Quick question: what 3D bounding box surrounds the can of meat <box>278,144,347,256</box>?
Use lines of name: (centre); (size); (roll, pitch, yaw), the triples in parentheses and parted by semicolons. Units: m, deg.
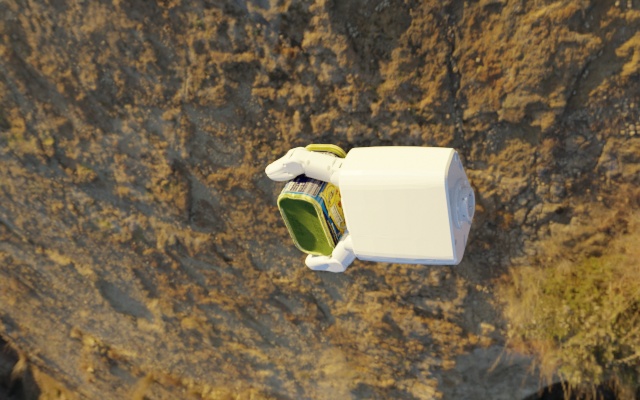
can of meat: (0.000, 0.002, 0.546); (0.057, 0.102, 0.084); (5, 47, 27)
